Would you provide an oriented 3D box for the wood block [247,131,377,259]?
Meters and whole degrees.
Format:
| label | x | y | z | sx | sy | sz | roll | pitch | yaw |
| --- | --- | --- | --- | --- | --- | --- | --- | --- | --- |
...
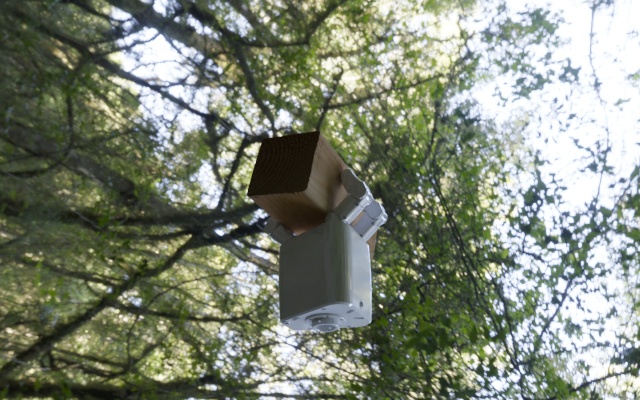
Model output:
| label | x | y | z | sx | sy | sz | roll | pitch | yaw |
| --- | --- | --- | --- | --- | --- | --- | --- | --- | --- |
| wood block | 0.000 | 0.003 | 0.666 | 0.091 | 0.090 | 0.206 | -4 | -30 | 29 |
